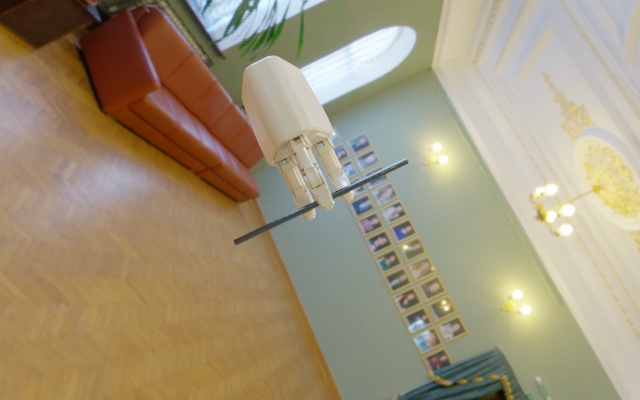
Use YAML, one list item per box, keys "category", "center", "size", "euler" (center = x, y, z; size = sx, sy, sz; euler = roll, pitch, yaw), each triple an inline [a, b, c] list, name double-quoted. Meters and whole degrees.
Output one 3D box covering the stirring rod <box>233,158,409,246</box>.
- category: "stirring rod"
  center: [0.000, 0.002, 0.602]
  size: [0.239, 0.011, 0.011]
  euler: [-25, -1, 2]
